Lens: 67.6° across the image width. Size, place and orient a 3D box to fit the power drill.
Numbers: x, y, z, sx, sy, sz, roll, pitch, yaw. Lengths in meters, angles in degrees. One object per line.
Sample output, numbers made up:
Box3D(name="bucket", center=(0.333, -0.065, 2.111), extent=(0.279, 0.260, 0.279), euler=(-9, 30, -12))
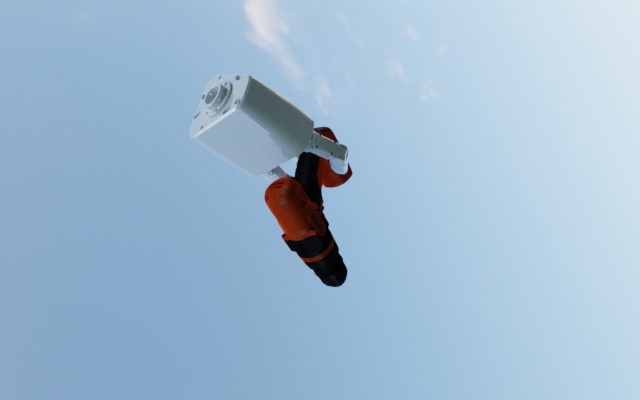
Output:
Box3D(name="power drill", center=(0.000, 0.002, 0.659), extent=(0.057, 0.184, 0.187), euler=(-12, 38, 22))
